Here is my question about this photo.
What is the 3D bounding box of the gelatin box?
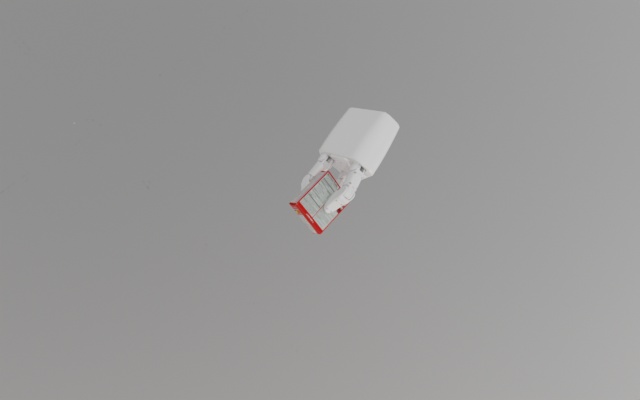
[{"bbox_3d":[0.000,0.003,0.834,0.089,0.073,0.030,-47,24,-22],"label":"gelatin box"}]
